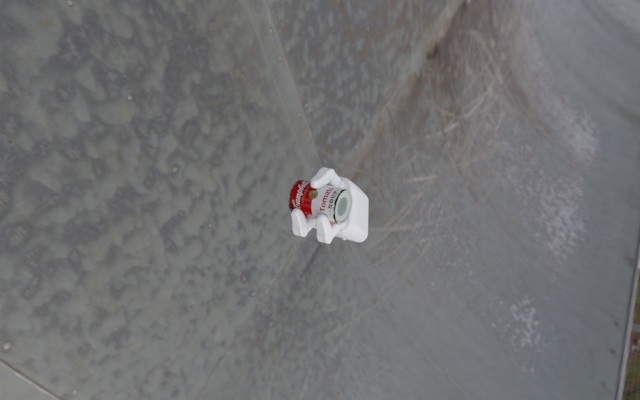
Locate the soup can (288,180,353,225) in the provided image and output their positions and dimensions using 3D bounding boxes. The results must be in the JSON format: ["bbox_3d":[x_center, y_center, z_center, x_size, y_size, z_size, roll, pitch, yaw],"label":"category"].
[{"bbox_3d":[0.000,0.003,0.892,0.102,0.068,0.068,13,6,30],"label":"soup can"}]
